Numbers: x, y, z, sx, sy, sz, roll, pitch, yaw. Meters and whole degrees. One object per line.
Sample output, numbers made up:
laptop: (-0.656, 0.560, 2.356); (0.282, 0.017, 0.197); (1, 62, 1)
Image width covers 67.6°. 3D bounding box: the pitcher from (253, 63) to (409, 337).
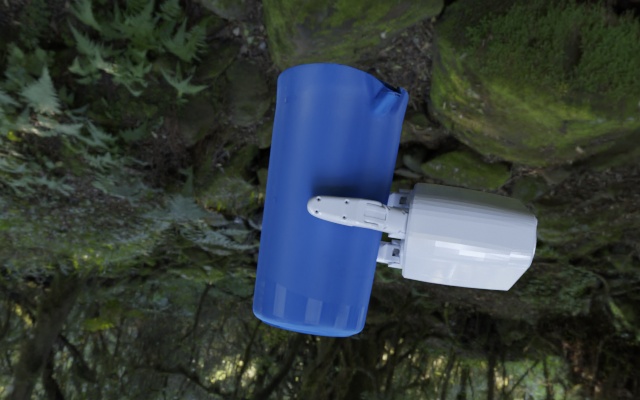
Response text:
pitcher: (0.000, 0.002, 0.479); (0.145, 0.243, 0.149); (8, -7, 12)
